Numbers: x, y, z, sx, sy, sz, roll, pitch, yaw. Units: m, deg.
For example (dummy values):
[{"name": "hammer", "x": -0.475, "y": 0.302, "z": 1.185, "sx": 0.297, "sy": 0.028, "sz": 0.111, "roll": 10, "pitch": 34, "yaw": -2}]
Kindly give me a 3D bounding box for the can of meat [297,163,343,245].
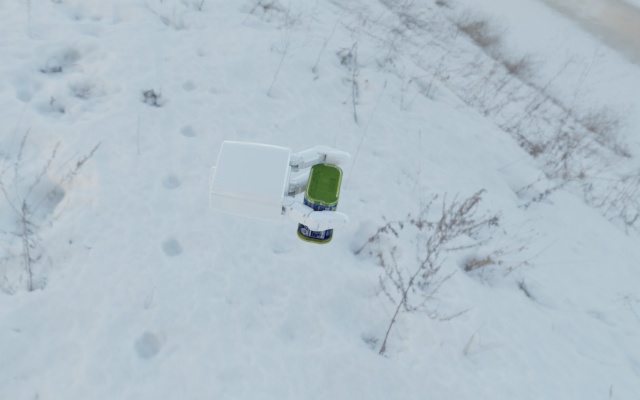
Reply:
[{"name": "can of meat", "x": 0.000, "y": 0.002, "z": 0.746, "sx": 0.057, "sy": 0.084, "sz": 0.102, "roll": 11, "pitch": 41, "yaw": 0}]
